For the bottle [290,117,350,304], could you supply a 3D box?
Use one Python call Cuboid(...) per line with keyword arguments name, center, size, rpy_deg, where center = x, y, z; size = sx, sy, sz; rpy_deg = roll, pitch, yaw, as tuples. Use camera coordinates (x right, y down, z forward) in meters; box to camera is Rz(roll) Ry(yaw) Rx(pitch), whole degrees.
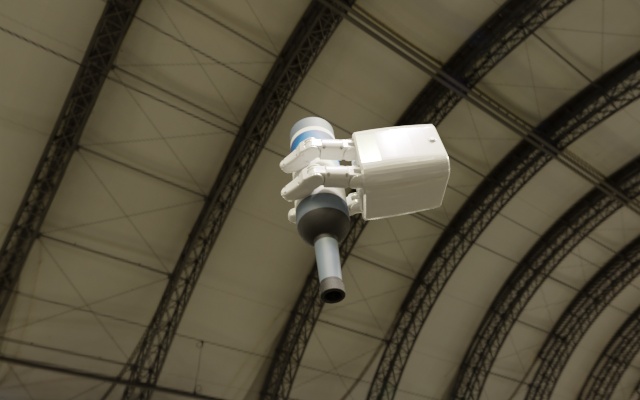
Cuboid(name="bottle", center=(0.000, 0.002, 0.614), size=(0.069, 0.069, 0.295), rpy_deg=(0, 43, -7))
